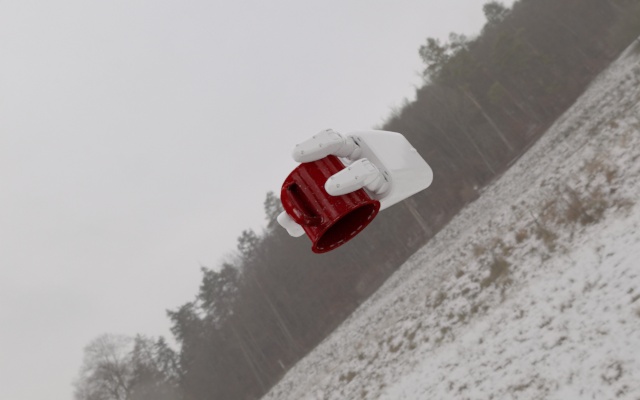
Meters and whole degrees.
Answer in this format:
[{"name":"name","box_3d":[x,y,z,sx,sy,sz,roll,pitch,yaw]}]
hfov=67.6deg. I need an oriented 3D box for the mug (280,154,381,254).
[{"name":"mug","box_3d":[-0.001,0.002,0.535,0.117,0.081,0.093,-9,-34,-50]}]
